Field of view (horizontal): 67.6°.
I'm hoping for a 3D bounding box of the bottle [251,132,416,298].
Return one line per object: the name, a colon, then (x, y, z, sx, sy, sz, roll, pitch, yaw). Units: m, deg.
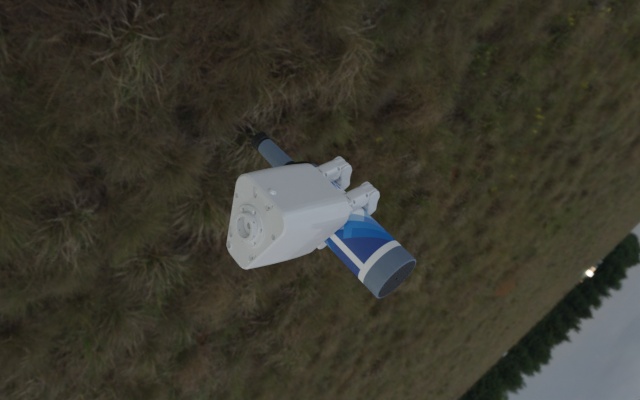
bottle: (0.000, 0.002, 0.645, 0.295, 0.069, 0.069, 45, 24, 26)
